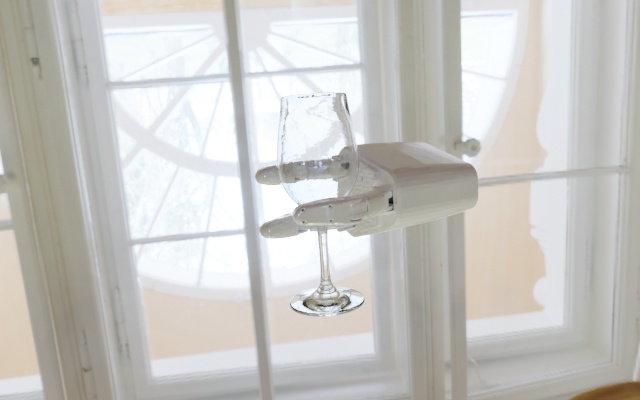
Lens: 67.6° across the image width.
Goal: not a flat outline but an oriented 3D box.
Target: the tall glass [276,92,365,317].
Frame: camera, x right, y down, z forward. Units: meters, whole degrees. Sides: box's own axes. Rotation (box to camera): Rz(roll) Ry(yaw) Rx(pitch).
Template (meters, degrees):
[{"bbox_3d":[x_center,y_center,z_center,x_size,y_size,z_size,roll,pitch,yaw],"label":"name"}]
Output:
[{"bbox_3d":[0.000,0.002,0.455,0.079,0.201,0.079,-4,9,1],"label":"tall glass"}]
